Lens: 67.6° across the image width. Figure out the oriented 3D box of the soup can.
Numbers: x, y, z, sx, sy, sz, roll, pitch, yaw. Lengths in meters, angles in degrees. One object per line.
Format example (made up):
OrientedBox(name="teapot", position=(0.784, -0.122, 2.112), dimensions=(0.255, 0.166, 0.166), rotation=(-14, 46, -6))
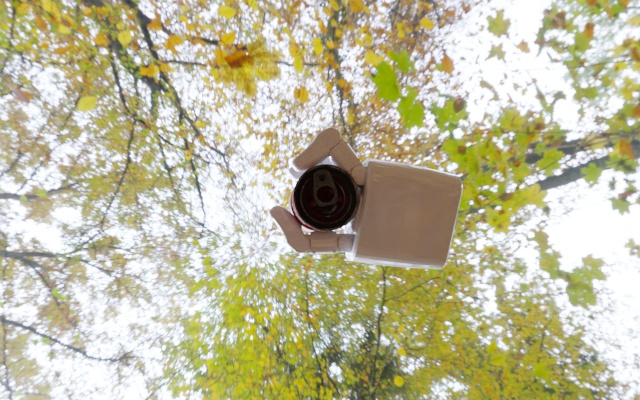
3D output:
OrientedBox(name="soup can", position=(0.000, 0.002, 0.529), dimensions=(0.068, 0.068, 0.102), rotation=(0, -6, -7))
